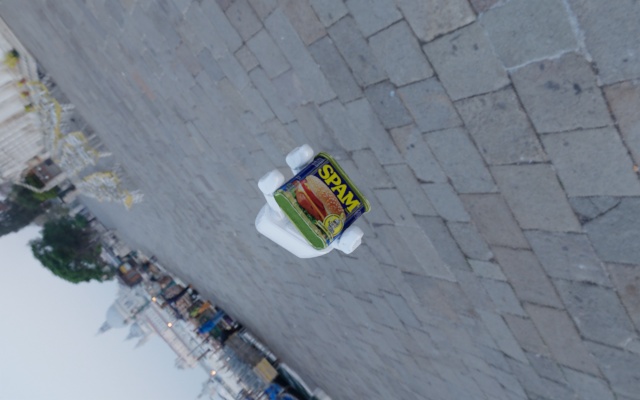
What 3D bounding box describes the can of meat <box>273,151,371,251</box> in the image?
[{"bbox_3d":[0.000,0.002,0.623,0.084,0.102,0.057,-41,6,-21],"label":"can of meat"}]
